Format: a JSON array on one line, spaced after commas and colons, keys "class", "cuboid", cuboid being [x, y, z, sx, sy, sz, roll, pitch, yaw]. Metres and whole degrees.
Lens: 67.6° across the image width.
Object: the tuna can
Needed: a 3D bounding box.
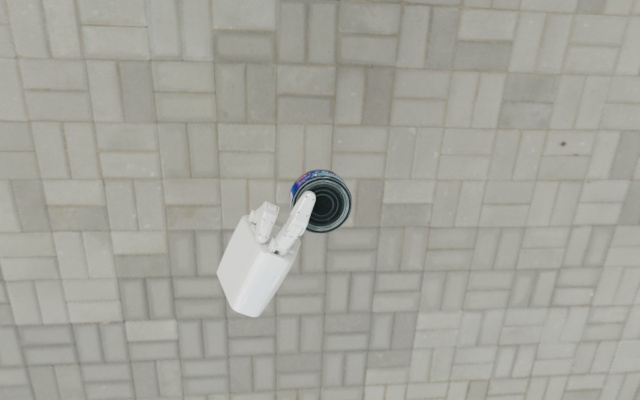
[{"class": "tuna can", "cuboid": [0.000, 0.002, 0.661, 0.086, 0.086, 0.033, 0, 19, -9]}]
